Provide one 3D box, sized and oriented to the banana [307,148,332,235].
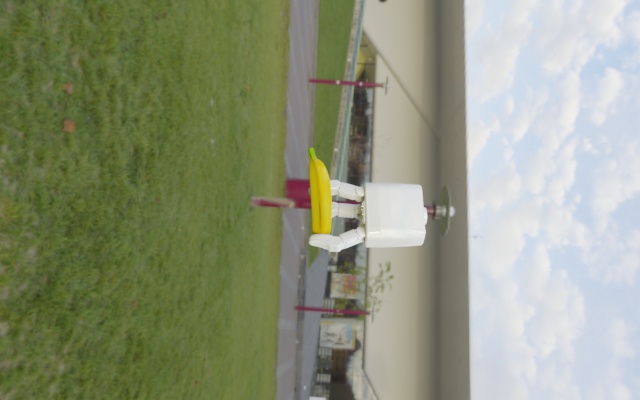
[{"bbox_3d":[0.001,0.009,0.848,0.037,0.198,0.069,-4,29,-2],"label":"banana"}]
